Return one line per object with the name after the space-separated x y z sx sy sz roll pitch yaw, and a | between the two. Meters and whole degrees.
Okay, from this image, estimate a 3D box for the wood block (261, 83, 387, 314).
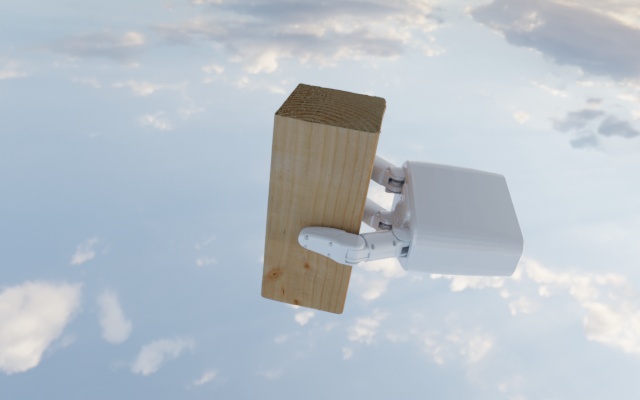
0.000 0.002 0.478 0.090 0.206 0.090 11 32 6 | wood block
